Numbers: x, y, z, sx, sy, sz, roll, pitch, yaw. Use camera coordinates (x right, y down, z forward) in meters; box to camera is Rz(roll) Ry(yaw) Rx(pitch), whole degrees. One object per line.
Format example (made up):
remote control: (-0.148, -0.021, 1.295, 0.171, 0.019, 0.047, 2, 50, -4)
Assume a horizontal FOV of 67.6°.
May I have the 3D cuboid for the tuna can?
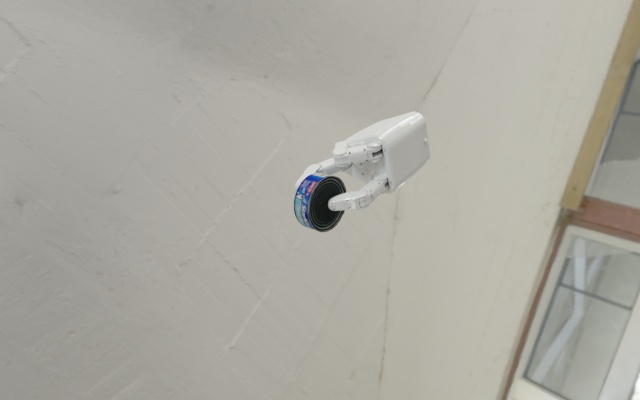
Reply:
tuna can: (0.000, 0.002, 0.714, 0.033, 0.086, 0.086, 16, 10, 40)
